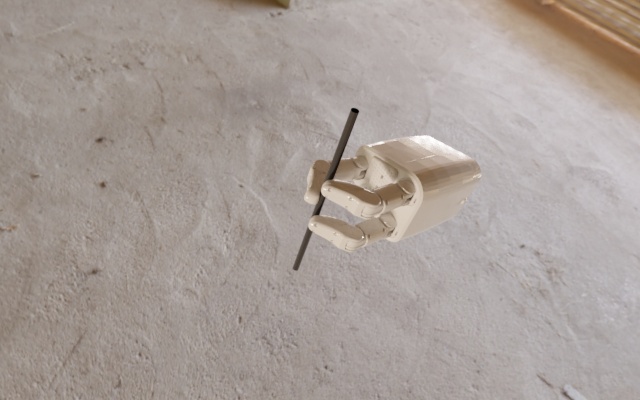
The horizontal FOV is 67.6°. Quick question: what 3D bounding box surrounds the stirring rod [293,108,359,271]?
[{"bbox_3d":[0.000,0.002,0.509,0.011,0.011,0.240,0,-43,-20],"label":"stirring rod"}]
